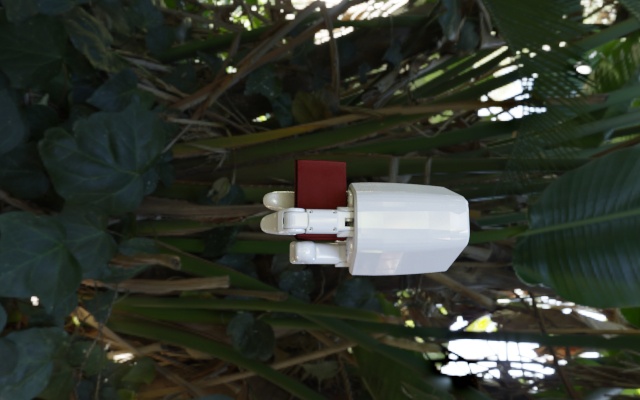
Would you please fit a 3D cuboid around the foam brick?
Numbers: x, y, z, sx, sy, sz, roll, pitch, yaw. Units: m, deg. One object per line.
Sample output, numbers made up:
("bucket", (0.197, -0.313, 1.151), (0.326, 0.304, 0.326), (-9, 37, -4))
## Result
("foam brick", (0.000, 0.001, 0.486), (0.051, 0.078, 0.053), (0, -8, 1))
